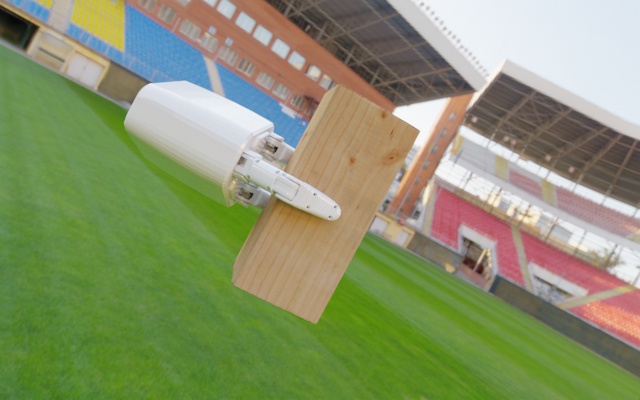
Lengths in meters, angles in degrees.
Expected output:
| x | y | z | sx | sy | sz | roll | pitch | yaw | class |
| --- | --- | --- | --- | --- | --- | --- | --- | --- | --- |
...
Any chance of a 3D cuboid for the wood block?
| x | y | z | sx | sy | sz | roll | pitch | yaw | class |
| --- | --- | --- | --- | --- | --- | --- | --- | --- | --- |
| 0.000 | 0.001 | 0.477 | 0.090 | 0.206 | 0.091 | 28 | 1 | -10 | wood block |
